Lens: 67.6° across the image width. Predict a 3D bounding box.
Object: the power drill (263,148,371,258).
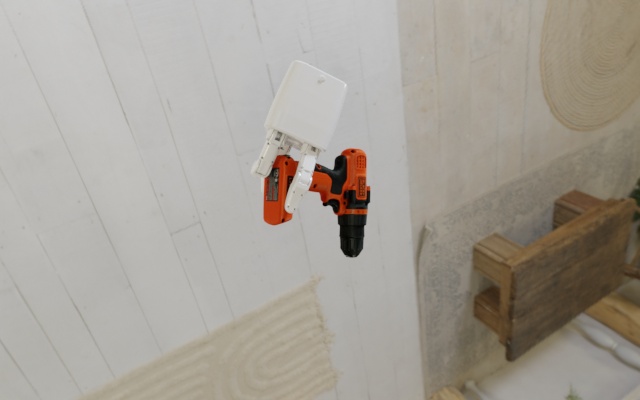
[{"bbox_3d":[0.000,0.002,0.766,0.187,0.184,0.057,2,-3,-39],"label":"power drill"}]
